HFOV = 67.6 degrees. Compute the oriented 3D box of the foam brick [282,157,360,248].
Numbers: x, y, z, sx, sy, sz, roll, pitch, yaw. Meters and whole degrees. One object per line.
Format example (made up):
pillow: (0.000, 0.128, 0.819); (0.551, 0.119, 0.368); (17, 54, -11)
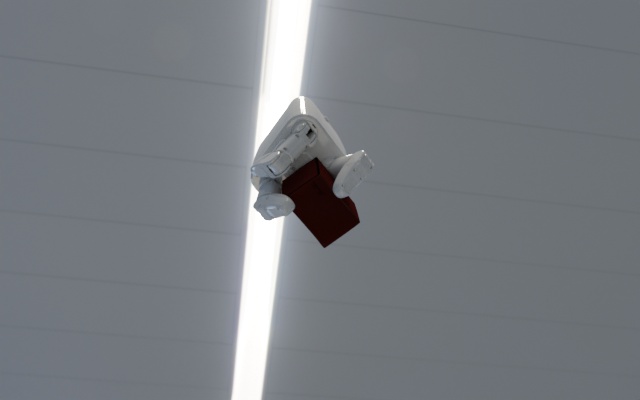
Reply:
foam brick: (0.000, 0.002, 0.537); (0.053, 0.078, 0.051); (-35, 23, 11)
